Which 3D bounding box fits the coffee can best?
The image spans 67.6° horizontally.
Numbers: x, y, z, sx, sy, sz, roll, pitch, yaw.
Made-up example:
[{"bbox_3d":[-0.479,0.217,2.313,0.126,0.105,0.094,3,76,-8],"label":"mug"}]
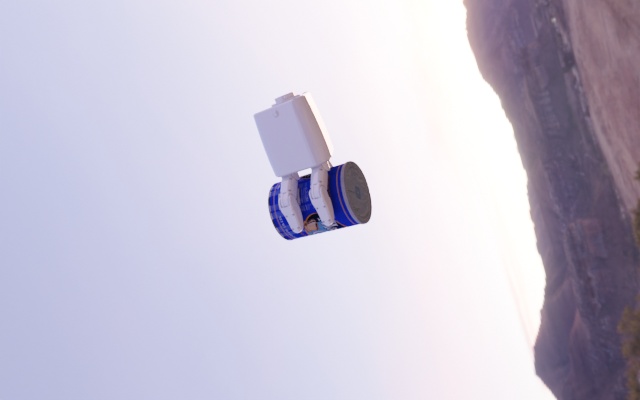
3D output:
[{"bbox_3d":[0.000,0.003,0.784,0.140,0.103,0.103,-15,-7,26],"label":"coffee can"}]
